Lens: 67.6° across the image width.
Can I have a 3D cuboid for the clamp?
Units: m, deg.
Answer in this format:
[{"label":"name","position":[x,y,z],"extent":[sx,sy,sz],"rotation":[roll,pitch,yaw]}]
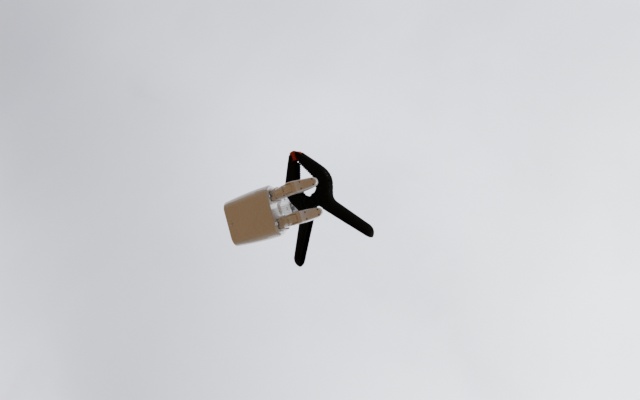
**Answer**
[{"label":"clamp","position":[0.000,0.002,0.876],"extent":[0.164,0.210,0.036],"rotation":[-17,-5,22]}]
